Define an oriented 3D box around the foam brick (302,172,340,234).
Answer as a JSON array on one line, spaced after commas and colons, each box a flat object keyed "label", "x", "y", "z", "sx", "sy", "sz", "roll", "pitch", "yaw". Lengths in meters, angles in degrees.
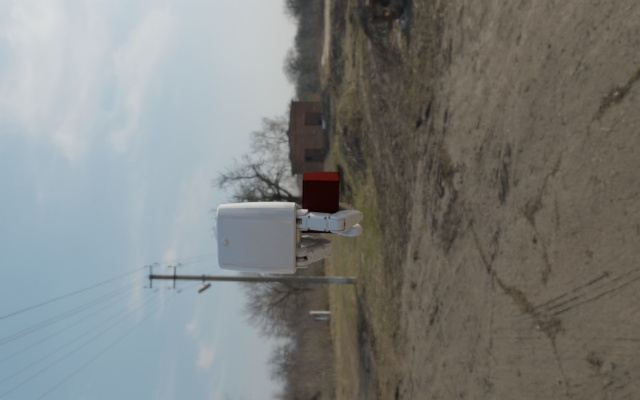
[{"label": "foam brick", "x": 0.000, "y": 0.002, "z": 0.667, "sx": 0.051, "sy": 0.078, "sz": 0.053, "roll": 2, "pitch": 15, "yaw": 1}]
